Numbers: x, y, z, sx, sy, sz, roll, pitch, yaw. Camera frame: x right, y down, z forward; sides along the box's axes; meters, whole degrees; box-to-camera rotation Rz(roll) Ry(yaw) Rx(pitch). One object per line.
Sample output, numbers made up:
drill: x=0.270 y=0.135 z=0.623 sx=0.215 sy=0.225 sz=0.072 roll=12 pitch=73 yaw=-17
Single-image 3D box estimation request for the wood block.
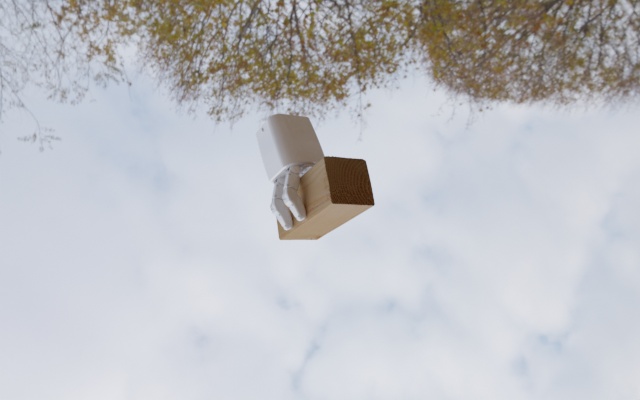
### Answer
wood block: x=0.000 y=0.003 z=0.893 sx=0.091 sy=0.090 sz=0.206 roll=1 pitch=-21 yaw=-30
